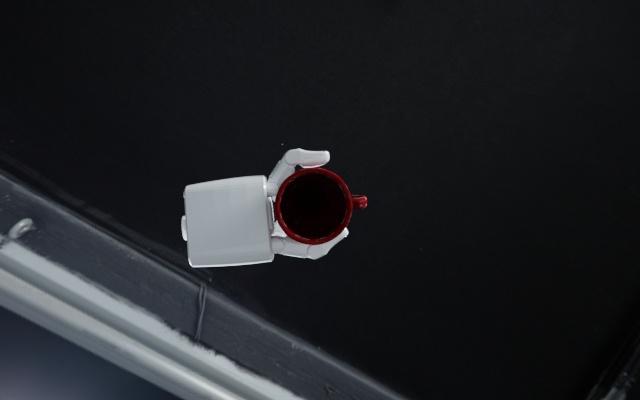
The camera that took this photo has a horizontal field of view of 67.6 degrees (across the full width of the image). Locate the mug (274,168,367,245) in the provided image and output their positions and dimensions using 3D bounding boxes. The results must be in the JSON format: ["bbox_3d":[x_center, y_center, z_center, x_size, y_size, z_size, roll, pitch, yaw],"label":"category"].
[{"bbox_3d":[0.002,0.002,0.607,0.117,0.093,0.081,-5,7,-5],"label":"mug"}]
